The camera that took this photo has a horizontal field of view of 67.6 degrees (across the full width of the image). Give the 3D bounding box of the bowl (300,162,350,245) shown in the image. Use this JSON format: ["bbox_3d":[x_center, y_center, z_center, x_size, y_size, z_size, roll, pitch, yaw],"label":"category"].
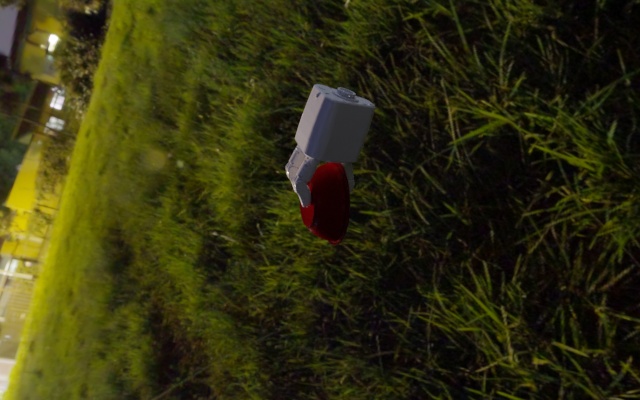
[{"bbox_3d":[0.000,0.004,0.884,0.055,0.162,0.162,-1,0,-19],"label":"bowl"}]
